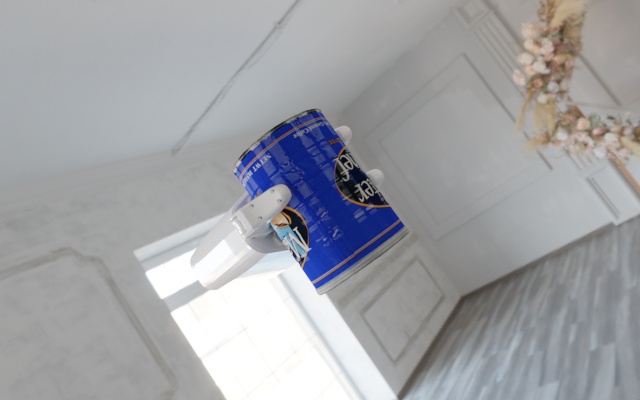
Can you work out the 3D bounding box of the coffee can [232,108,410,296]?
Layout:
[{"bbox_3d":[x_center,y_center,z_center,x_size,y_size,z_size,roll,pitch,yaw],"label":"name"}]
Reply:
[{"bbox_3d":[0.000,0.002,0.446,0.103,0.140,0.103,-35,-6,-4],"label":"coffee can"}]
